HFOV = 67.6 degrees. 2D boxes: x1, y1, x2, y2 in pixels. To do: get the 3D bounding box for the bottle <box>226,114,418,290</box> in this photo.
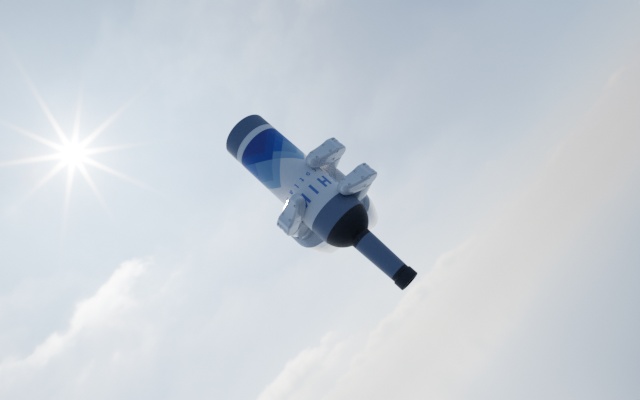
[{"bbox_3d":[0.000,0.002,0.599,0.295,0.069,0.069,42,17,20],"label":"bottle"}]
